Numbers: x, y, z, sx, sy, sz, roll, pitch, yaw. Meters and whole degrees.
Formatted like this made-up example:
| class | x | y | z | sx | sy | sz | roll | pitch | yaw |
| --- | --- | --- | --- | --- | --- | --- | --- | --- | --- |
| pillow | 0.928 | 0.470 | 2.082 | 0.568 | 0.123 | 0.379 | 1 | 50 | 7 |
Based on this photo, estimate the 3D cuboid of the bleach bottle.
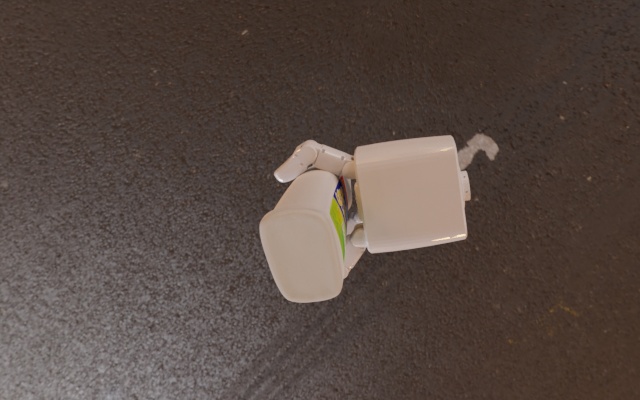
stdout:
| class | x | y | z | sx | sy | sz | roll | pitch | yaw |
| --- | --- | --- | --- | --- | --- | --- | --- | --- | --- |
| bleach bottle | 0.000 | 0.002 | 0.539 | 0.068 | 0.103 | 0.250 | -8 | 24 | 12 |
